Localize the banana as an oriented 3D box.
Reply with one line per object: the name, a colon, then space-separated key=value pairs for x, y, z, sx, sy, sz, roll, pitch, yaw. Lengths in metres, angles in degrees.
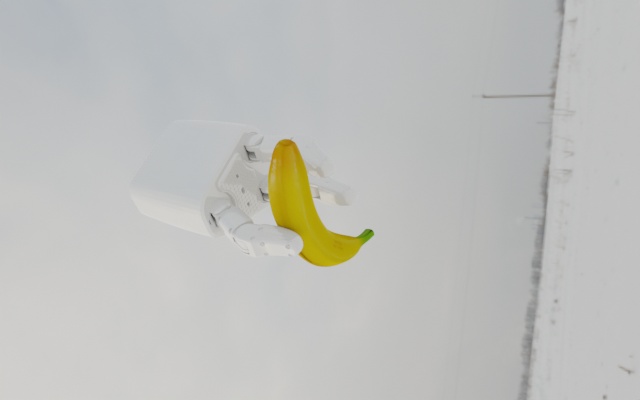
banana: x=-0.006 y=0.019 z=0.447 sx=0.037 sy=0.069 sz=0.198 roll=17 pitch=-17 yaw=32
